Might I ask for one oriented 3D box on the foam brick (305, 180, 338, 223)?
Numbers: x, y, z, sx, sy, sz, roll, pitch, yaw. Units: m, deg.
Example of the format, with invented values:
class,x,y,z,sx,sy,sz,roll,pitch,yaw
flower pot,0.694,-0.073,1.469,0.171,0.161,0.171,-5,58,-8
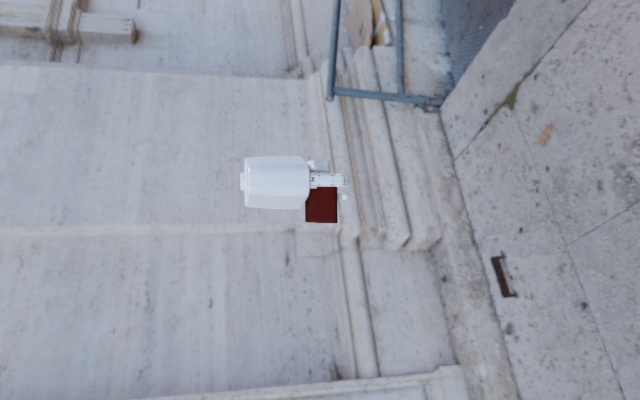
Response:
class,x,y,z,sx,sy,sz,roll,pitch,yaw
foam brick,0.000,0.003,0.876,0.051,0.078,0.053,-1,-1,-13
